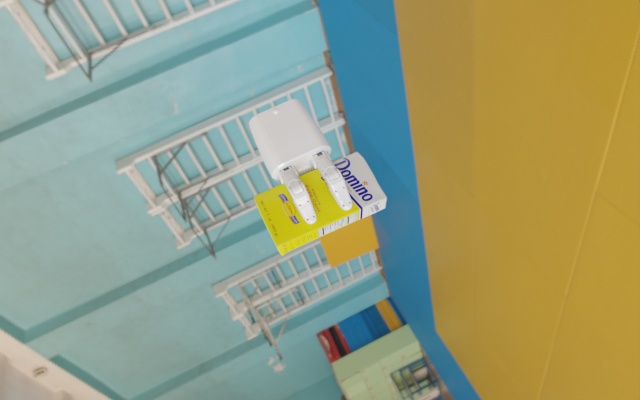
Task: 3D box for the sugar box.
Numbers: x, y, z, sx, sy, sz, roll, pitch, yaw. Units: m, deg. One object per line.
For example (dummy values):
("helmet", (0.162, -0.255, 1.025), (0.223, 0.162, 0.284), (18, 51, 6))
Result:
("sugar box", (0.000, 0.002, 0.712), (0.176, 0.093, 0.048), (-26, -24, -6))
